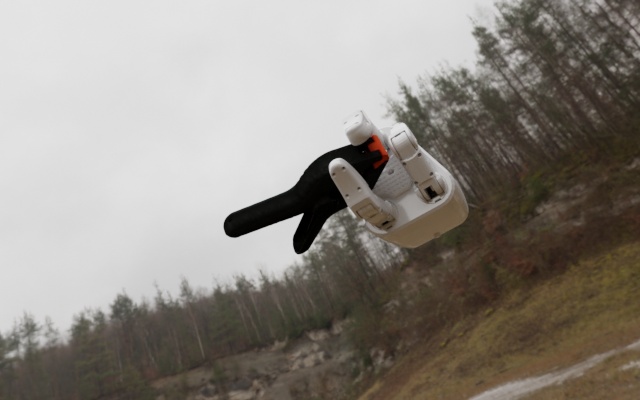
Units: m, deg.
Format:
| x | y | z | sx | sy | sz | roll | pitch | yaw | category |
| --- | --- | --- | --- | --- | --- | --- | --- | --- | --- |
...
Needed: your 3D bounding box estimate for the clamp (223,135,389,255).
| x | y | z | sx | sy | sz | roll | pitch | yaw | category |
| --- | --- | --- | --- | --- | --- | --- | --- | --- | --- |
| 0.000 | 0.001 | 0.483 | 0.171 | 0.039 | 0.120 | -31 | -26 | 16 | clamp |
